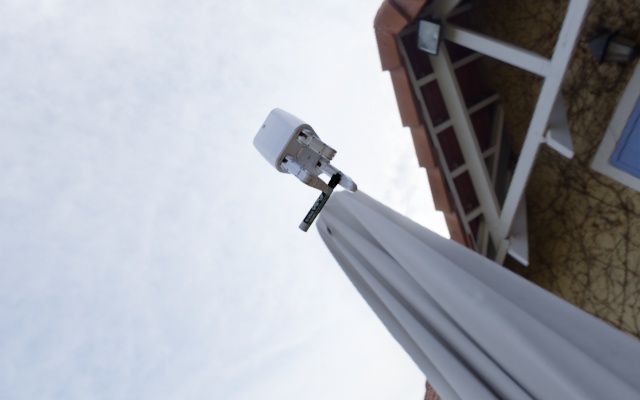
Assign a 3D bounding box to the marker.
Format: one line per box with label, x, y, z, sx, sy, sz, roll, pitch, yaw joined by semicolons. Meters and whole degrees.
marker;0.000;0.003;0.850;0.020;0.121;0.020;33;7;-5
